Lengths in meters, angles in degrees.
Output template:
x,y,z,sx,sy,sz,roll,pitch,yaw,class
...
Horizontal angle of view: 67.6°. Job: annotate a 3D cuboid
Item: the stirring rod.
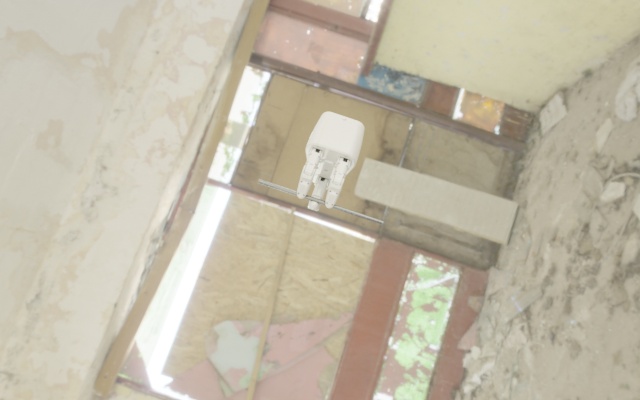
x,y,z,sx,sy,sz,roll,pitch,yaw,class
0.000,0.003,0.875,0.239,0.011,0.011,19,0,1,stirring rod
